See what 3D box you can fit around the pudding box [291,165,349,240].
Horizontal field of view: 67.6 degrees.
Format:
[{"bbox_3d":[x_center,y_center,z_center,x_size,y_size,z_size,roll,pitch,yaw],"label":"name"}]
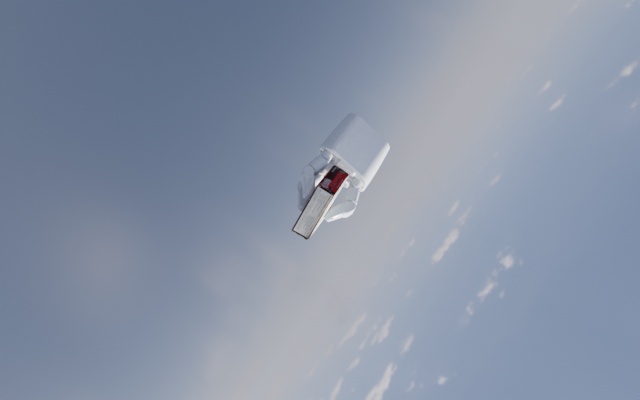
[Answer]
[{"bbox_3d":[0.000,0.003,0.844,0.039,0.113,0.090,31,33,5],"label":"pudding box"}]
